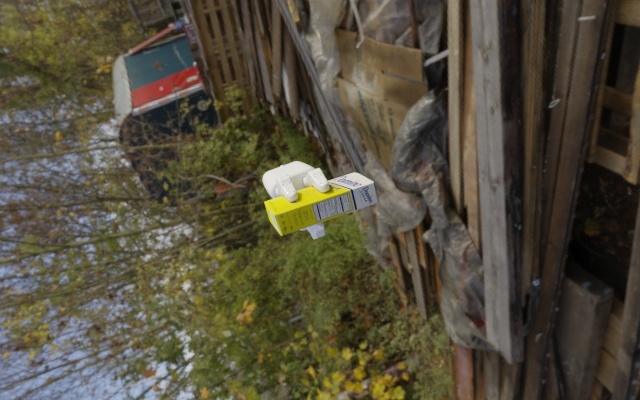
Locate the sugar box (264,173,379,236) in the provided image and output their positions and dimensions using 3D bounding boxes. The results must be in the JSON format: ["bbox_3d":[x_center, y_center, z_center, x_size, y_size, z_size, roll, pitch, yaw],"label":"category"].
[{"bbox_3d":[0.000,0.002,0.816,0.176,0.048,0.093,-21,19,-12],"label":"sugar box"}]
